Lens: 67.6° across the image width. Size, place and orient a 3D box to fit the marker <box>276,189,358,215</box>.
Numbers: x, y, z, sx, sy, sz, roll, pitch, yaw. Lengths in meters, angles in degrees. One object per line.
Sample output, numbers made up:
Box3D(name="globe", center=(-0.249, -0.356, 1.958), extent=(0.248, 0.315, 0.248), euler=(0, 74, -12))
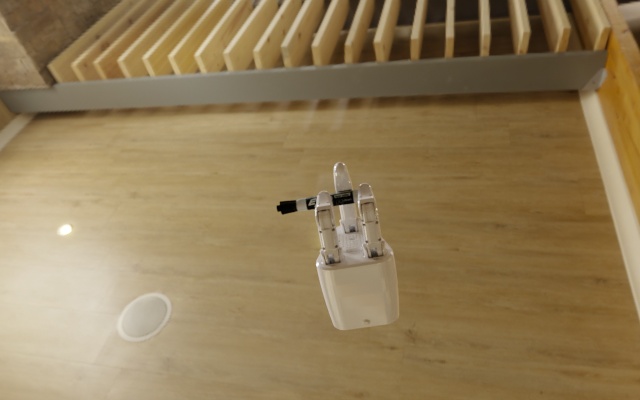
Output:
Box3D(name="marker", center=(0.000, 0.002, 0.644), extent=(0.121, 0.020, 0.020), euler=(-9, -1, 7))
